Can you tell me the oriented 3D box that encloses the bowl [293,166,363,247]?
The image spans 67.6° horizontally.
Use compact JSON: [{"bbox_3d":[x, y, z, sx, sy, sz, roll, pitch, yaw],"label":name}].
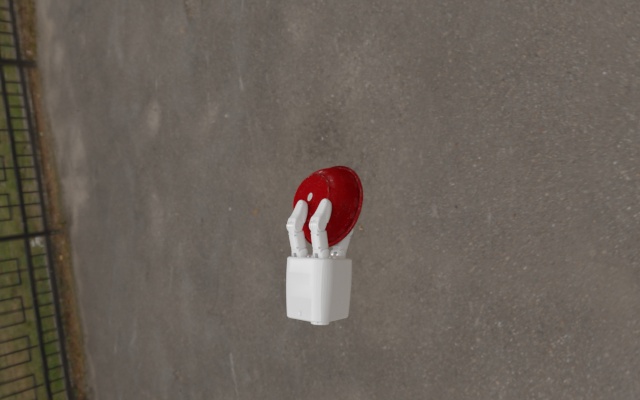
[{"bbox_3d":[0.000,0.002,0.879,0.055,0.162,0.162,24,-16,-41],"label":"bowl"}]
